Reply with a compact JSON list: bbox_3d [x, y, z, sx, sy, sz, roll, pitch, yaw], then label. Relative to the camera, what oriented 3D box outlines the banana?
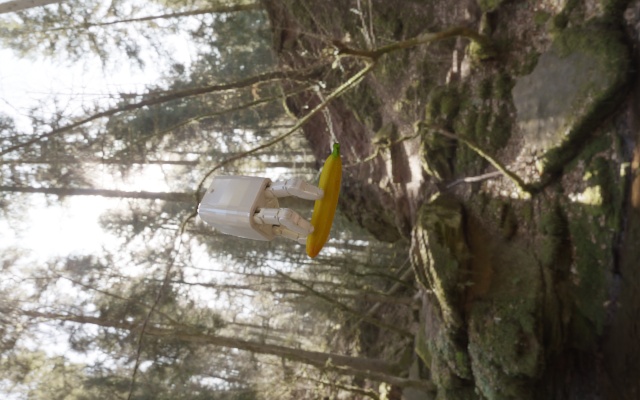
[{"bbox_3d":[0.006,0.004,0.820,0.037,0.197,0.070,8,-11,18],"label":"banana"}]
